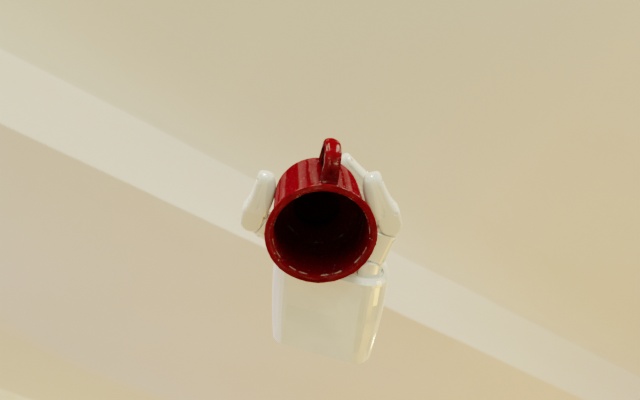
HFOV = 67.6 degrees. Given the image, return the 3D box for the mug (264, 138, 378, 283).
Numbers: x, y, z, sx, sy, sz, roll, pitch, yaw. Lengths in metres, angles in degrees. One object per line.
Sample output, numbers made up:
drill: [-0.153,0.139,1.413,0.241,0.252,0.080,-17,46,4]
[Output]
mug: [0.000,0.000,0.420,0.093,0.117,0.081,5,26,-6]
